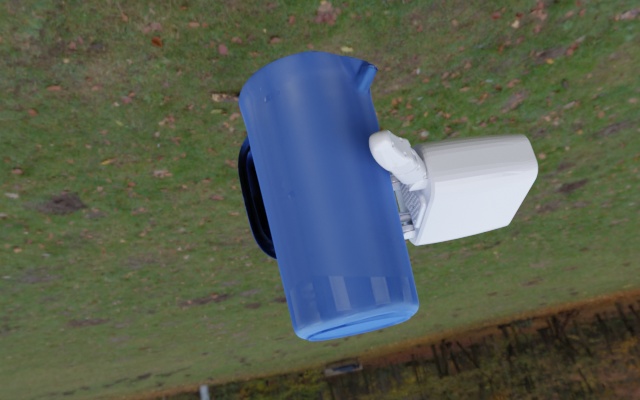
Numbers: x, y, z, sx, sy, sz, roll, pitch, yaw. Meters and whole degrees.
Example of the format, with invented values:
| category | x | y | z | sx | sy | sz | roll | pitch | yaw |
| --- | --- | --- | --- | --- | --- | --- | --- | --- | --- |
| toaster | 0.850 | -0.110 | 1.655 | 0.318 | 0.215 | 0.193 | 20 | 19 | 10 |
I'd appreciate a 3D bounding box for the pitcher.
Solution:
| category | x | y | z | sx | sy | sz | roll | pitch | yaw |
| --- | --- | --- | --- | --- | --- | --- | --- | --- | --- |
| pitcher | 0.000 | 0.001 | 0.449 | 0.145 | 0.242 | 0.149 | -9 | -21 | -8 |
